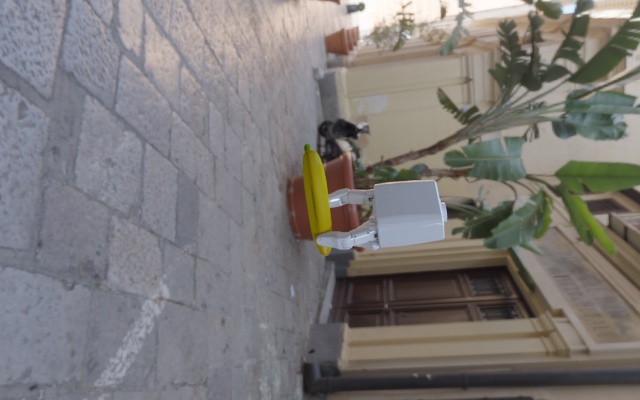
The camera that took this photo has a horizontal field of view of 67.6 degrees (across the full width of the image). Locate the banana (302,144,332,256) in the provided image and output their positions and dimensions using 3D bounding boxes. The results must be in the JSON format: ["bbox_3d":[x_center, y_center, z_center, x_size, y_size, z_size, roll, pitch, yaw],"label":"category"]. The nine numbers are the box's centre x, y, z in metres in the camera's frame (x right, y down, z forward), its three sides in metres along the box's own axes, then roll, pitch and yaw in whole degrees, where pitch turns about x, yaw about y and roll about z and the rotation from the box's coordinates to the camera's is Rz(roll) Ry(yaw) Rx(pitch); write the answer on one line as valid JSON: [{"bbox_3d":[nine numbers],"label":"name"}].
[{"bbox_3d":[-0.003,0.001,0.804,0.037,0.198,0.069,-7,3,8],"label":"banana"}]
